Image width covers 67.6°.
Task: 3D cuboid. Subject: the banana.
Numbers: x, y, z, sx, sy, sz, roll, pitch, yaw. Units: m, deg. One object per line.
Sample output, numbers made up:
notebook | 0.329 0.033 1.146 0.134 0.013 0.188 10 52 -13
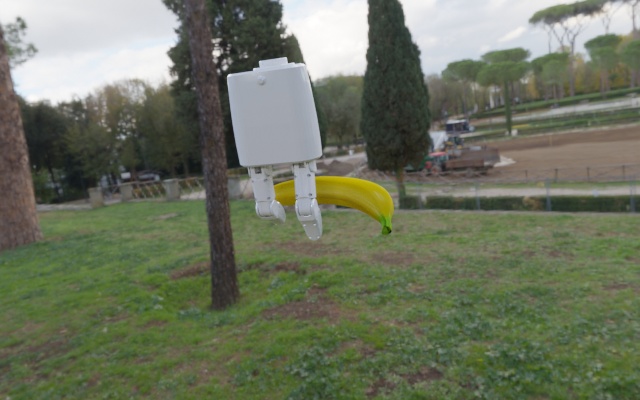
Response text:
banana | 0.014 -0.005 0.594 0.198 0.037 0.069 11 31 36
